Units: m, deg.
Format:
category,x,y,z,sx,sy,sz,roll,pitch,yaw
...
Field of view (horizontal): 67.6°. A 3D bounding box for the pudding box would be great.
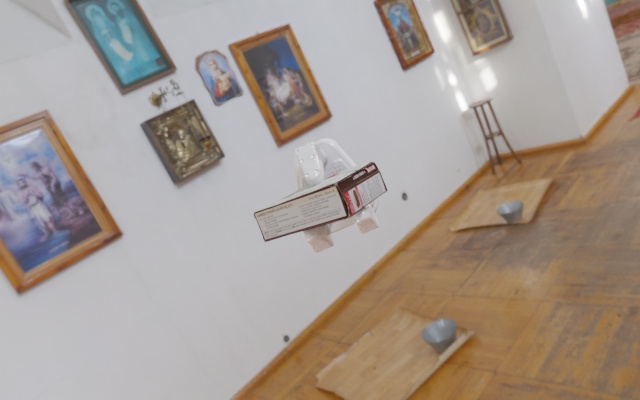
category,x,y,z,sx,sy,sz,roll,pitch,yaw
pudding box,0.000,0.001,0.499,0.113,0.039,0.090,-21,7,36
